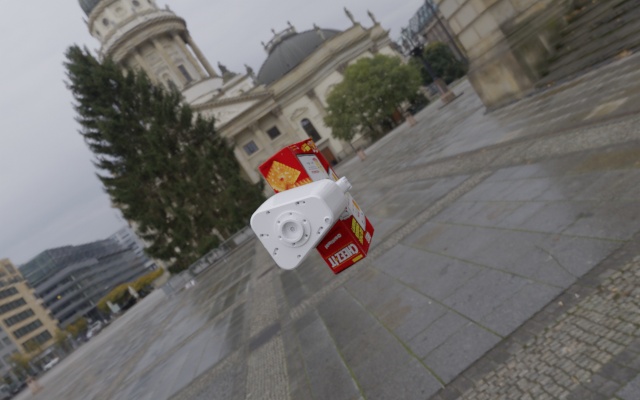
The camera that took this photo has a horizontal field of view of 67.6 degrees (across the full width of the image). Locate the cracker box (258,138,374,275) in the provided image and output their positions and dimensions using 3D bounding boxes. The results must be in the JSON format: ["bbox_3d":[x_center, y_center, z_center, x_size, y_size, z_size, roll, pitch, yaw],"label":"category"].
[{"bbox_3d":[0.000,0.002,0.823,0.072,0.214,0.164,-34,4,16],"label":"cracker box"}]
